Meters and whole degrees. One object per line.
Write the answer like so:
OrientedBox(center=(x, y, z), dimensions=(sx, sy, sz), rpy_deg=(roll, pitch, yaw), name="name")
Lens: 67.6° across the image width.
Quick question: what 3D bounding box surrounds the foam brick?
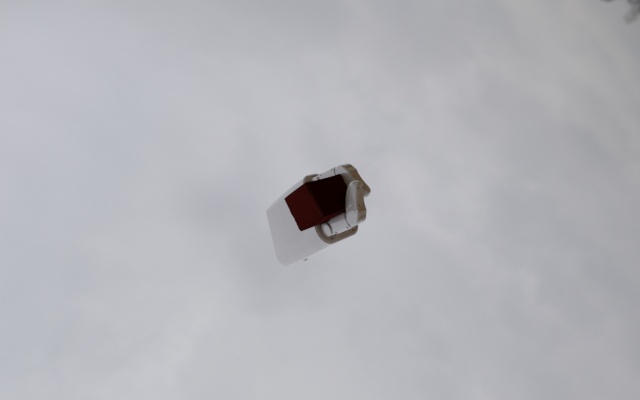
OrientedBox(center=(0.000, 0.002, 0.657), dimensions=(0.051, 0.053, 0.078), rpy_deg=(-33, -10, 39), name="foam brick")
